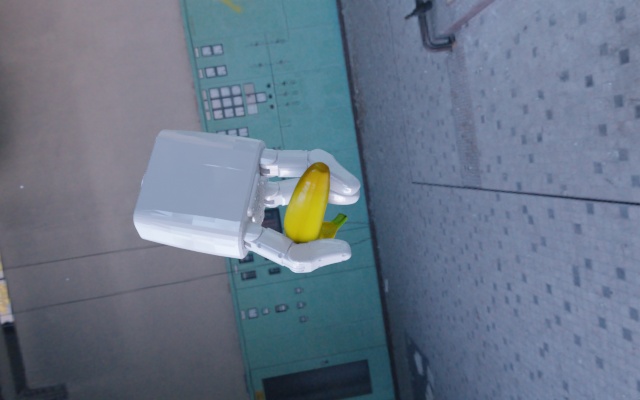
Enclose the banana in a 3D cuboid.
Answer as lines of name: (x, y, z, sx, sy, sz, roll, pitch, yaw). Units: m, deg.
banana: (-0.008, 0.018, 0.473, 0.037, 0.069, 0.198, 27, -9, 12)
